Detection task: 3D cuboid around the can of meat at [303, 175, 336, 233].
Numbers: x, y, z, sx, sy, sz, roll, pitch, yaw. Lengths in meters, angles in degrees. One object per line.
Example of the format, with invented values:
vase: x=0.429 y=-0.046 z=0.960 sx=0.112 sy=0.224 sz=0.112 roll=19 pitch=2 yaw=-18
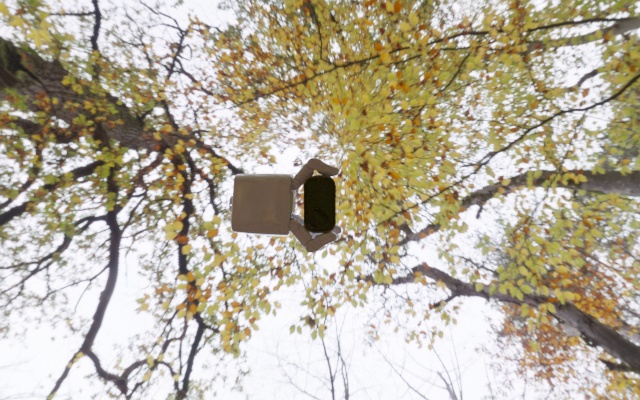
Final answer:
can of meat: x=0.000 y=0.003 z=0.883 sx=0.057 sy=0.102 sz=0.084 roll=0 pitch=6 yaw=2
